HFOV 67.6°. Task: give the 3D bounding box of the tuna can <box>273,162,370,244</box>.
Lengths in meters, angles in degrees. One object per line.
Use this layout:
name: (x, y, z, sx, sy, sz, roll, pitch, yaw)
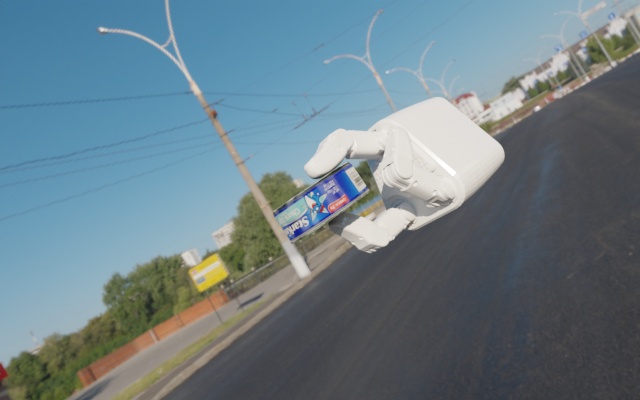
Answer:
tuna can: (0.000, 0.001, 0.431, 0.086, 0.034, 0.086, -34, 1, 1)
